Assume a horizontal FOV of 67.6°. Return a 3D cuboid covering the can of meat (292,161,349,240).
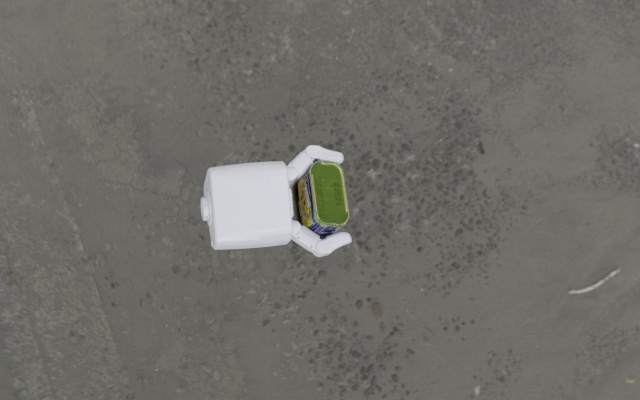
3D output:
[{"bbox_3d":[0.000,0.002,0.700,0.057,0.102,0.084,-2,-18,-19],"label":"can of meat"}]
